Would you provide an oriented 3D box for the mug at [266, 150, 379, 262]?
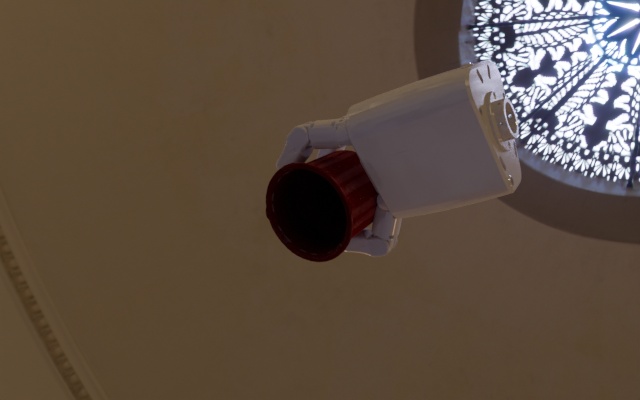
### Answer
[{"bbox_3d":[-0.001,0.002,0.460,0.117,0.093,0.081,-12,11,37],"label":"mug"}]
